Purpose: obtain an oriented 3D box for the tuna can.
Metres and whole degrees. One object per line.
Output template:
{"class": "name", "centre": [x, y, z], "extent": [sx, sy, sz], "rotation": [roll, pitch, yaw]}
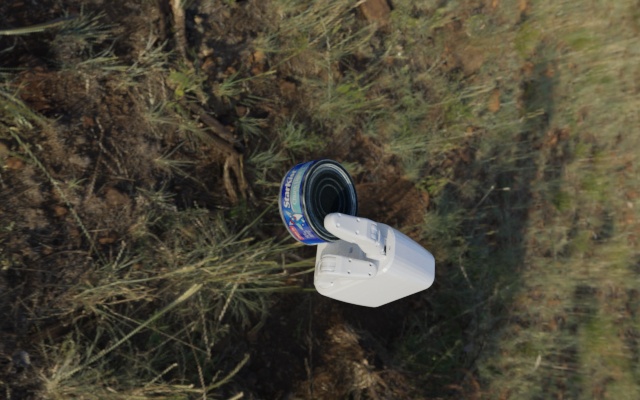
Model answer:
{"class": "tuna can", "centre": [0.000, 0.001, 0.483], "extent": [0.034, 0.086, 0.086], "rotation": [-9, -6, 42]}
